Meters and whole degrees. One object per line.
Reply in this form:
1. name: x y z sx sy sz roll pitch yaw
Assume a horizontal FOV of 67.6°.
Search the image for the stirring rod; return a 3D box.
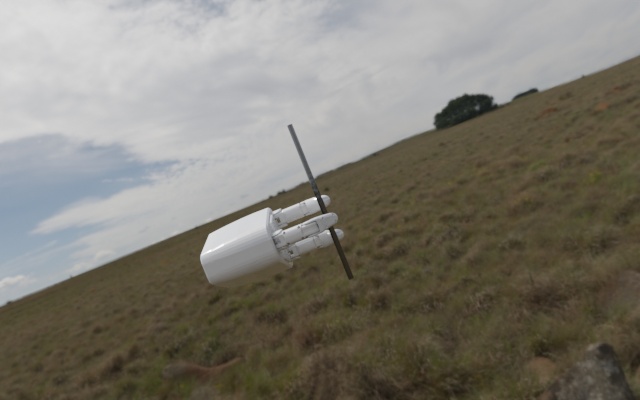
1. stirring rod: 0.000 0.002 0.693 0.011 0.239 0.011 -22 1 0
